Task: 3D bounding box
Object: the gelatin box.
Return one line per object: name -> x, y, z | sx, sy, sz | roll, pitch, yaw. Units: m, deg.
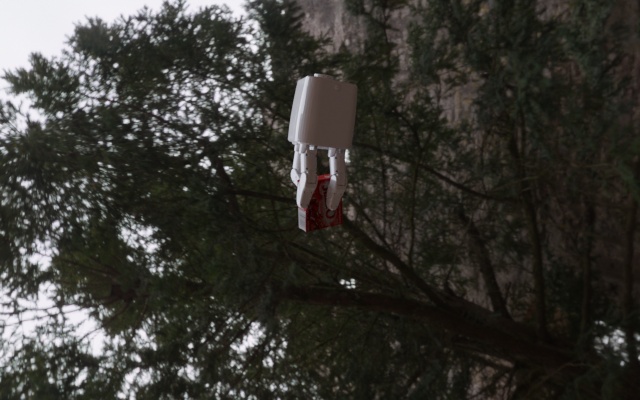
gelatin box -> 0.000, 0.003, 0.806 | 0.073, 0.089, 0.030 | -11, 21, -28
